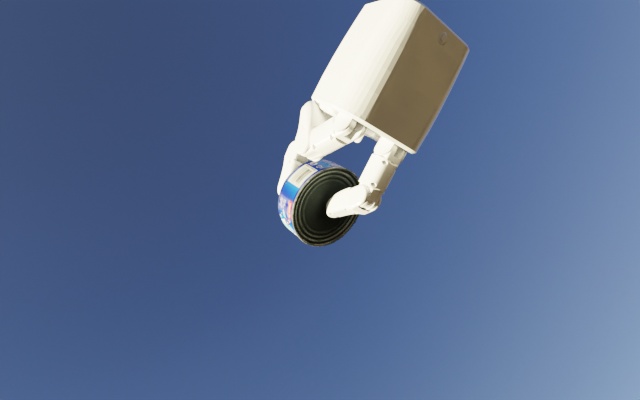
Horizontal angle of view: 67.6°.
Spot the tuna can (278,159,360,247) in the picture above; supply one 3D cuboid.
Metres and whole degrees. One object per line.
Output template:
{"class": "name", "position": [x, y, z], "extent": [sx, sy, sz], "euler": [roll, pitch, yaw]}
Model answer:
{"class": "tuna can", "position": [0.000, 0.001, 0.491], "extent": [0.086, 0.086, 0.033], "euler": [0, 21, -36]}
